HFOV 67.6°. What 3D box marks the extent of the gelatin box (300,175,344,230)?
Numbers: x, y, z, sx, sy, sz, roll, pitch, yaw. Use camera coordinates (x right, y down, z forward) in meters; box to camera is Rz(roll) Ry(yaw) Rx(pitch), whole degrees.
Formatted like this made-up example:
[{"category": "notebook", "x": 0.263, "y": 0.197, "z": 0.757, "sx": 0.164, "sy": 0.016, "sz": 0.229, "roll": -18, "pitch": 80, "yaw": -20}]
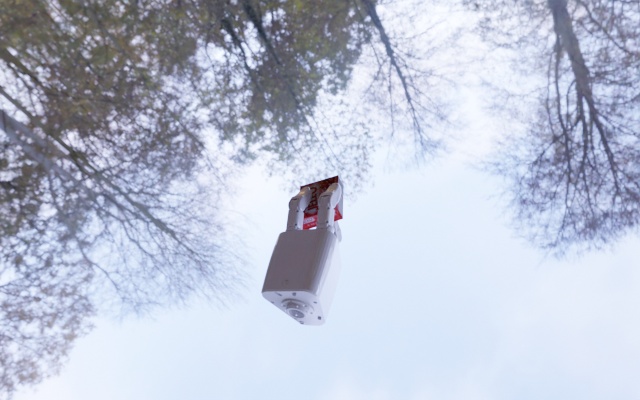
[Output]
[{"category": "gelatin box", "x": 0.000, "y": 0.003, "z": 0.801, "sx": 0.073, "sy": 0.030, "sz": 0.089, "roll": -16, "pitch": 39, "yaw": 18}]
